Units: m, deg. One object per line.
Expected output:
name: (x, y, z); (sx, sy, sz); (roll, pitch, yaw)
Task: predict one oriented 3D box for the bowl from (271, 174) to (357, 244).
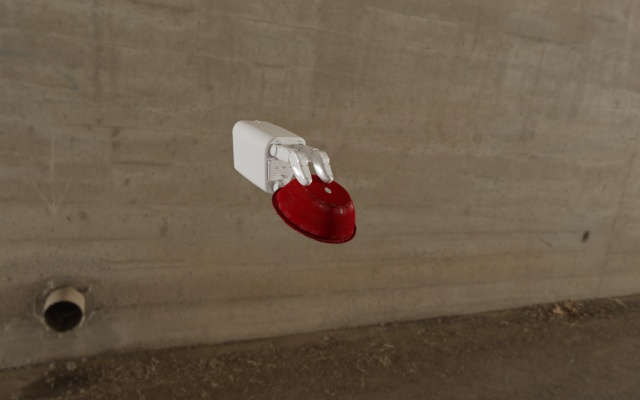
bowl: (0.001, 0.003, 0.827); (0.162, 0.055, 0.162); (21, 29, -12)
